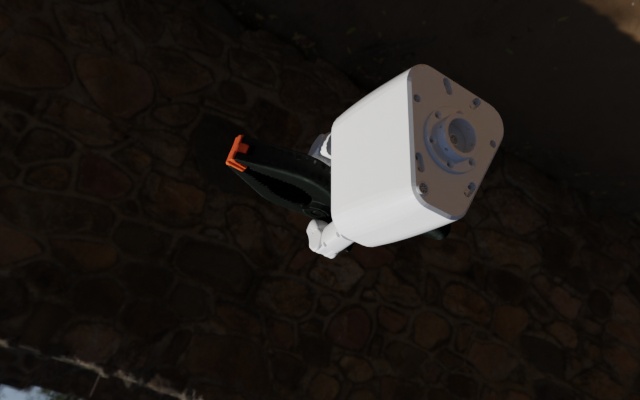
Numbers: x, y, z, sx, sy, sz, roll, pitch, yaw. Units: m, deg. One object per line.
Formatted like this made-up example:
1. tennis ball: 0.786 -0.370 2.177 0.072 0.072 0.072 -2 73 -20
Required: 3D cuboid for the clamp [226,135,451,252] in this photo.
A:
1. clamp: -0.001 0.002 0.479 0.210 0.036 0.164 26 -24 -20
